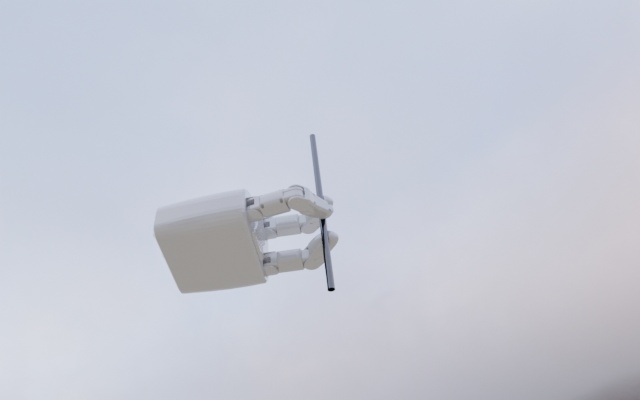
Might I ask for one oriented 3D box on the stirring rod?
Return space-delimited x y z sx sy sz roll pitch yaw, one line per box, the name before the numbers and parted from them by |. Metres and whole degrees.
stirring rod | 0.000 0.002 0.566 0.011 0.239 0.011 -4 -42 -4
